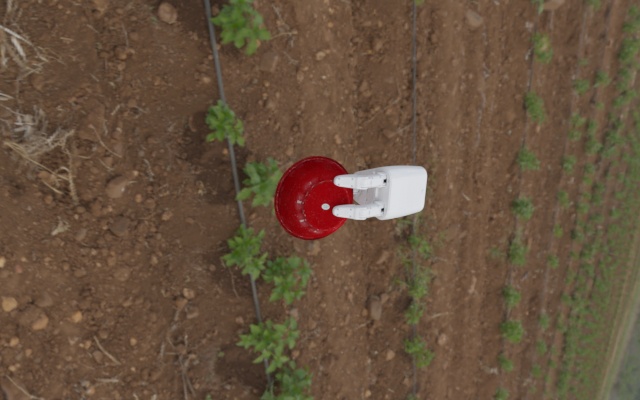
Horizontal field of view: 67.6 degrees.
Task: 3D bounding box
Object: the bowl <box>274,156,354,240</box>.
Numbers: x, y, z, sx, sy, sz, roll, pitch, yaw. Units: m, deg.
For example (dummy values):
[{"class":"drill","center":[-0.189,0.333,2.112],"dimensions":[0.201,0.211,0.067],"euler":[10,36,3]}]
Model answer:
[{"class":"bowl","center":[-0.001,0.003,0.865],"dimensions":[0.162,0.162,0.055],"euler":[0,14,-25]}]
